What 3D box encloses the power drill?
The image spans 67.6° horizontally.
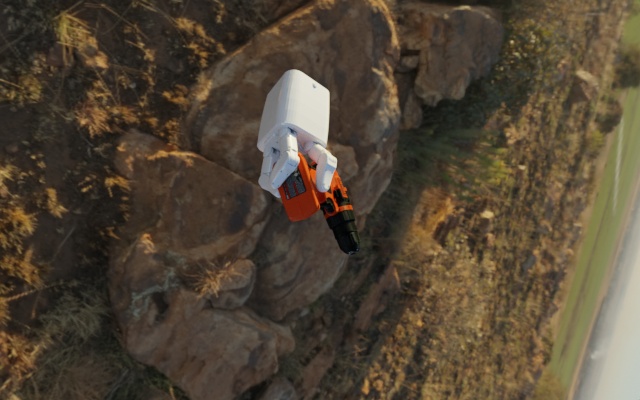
[{"bbox_3d":[0.000,0.002,0.796,0.057,0.184,0.188,-26,-16,17],"label":"power drill"}]
